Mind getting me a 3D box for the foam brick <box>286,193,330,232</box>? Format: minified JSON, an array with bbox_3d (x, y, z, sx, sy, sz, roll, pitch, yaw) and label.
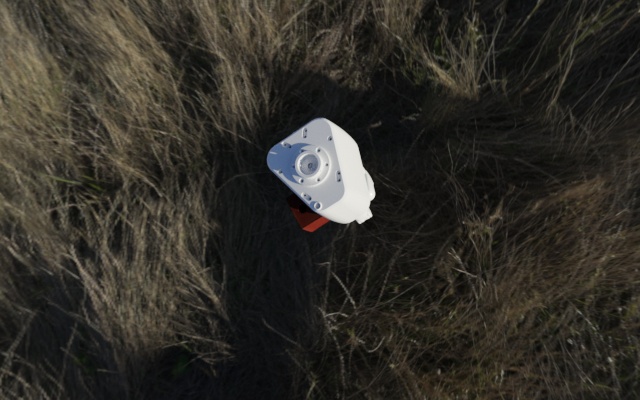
[{"bbox_3d":[0.000,0.002,0.682,0.078,0.053,0.051,-33,-15,12],"label":"foam brick"}]
